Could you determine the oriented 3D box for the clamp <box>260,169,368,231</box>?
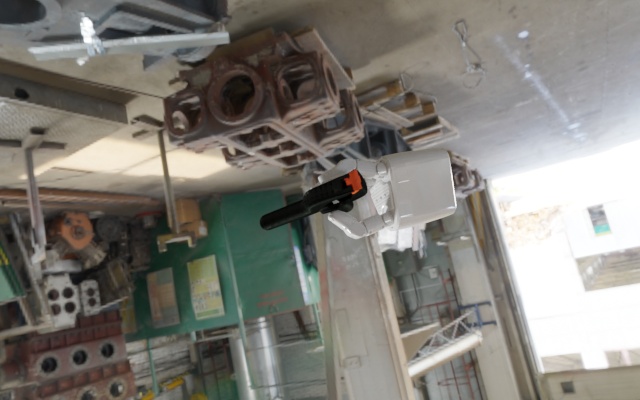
[{"bbox_3d":[0.001,0.003,0.702,0.164,0.036,0.210,-14,-9,-17],"label":"clamp"}]
